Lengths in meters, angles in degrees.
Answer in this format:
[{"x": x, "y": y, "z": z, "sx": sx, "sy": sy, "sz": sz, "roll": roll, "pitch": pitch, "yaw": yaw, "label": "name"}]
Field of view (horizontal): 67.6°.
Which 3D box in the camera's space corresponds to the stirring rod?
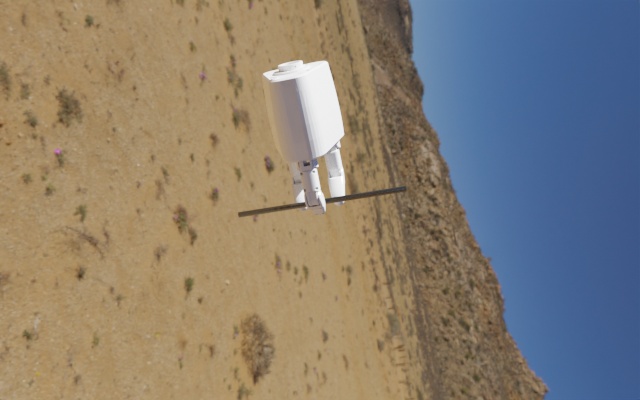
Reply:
[{"x": 0.000, "y": 0.002, "z": 0.672, "sx": 0.239, "sy": 0.011, "sz": 0.011, "roll": -9, "pitch": -1, "yaw": 8, "label": "stirring rod"}]
